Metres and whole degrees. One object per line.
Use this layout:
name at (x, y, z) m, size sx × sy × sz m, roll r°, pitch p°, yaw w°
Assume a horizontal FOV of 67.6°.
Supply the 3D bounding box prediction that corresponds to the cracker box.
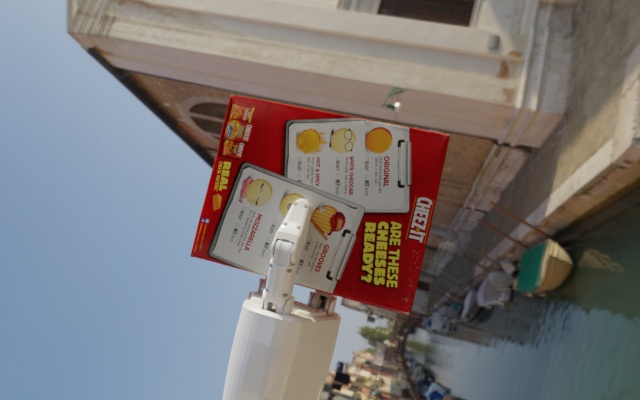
cracker box at (0.000, 0.001, 0.466) m, size 0.213 × 0.164 × 0.072 m, roll 13°, pitch -3°, yaw 12°
